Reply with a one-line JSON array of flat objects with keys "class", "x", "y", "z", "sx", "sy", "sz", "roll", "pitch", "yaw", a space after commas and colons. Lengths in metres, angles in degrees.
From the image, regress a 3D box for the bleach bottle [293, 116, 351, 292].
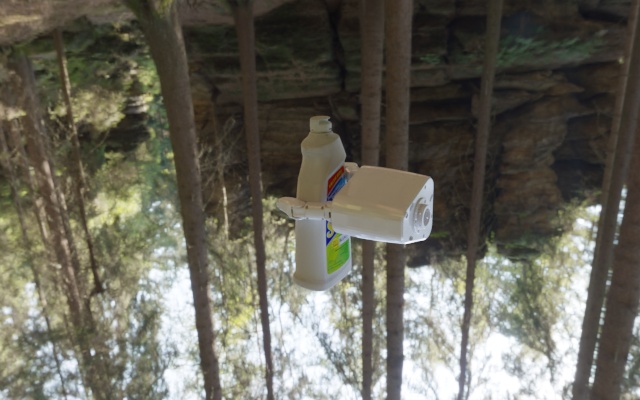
[{"class": "bleach bottle", "x": 0.000, "y": 0.002, "z": 0.716, "sx": 0.068, "sy": 0.251, "sz": 0.102, "roll": 11, "pitch": 24, "yaw": 33}]
